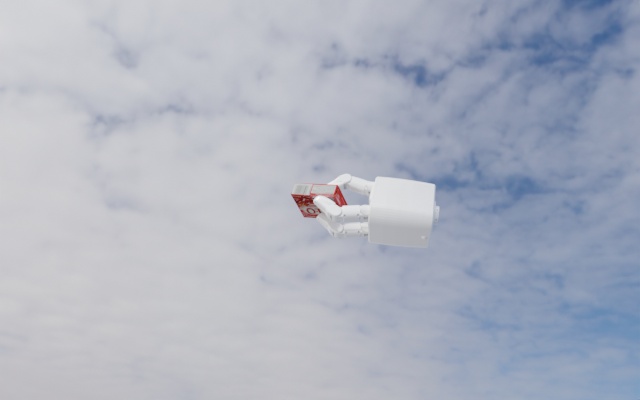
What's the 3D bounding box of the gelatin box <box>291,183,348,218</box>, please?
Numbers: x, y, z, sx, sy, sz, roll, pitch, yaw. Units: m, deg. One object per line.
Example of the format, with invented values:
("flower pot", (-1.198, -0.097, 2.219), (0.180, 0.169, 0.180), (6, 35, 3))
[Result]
("gelatin box", (0.000, 0.002, 0.867), (0.089, 0.030, 0.073), (4, -35, 25))
